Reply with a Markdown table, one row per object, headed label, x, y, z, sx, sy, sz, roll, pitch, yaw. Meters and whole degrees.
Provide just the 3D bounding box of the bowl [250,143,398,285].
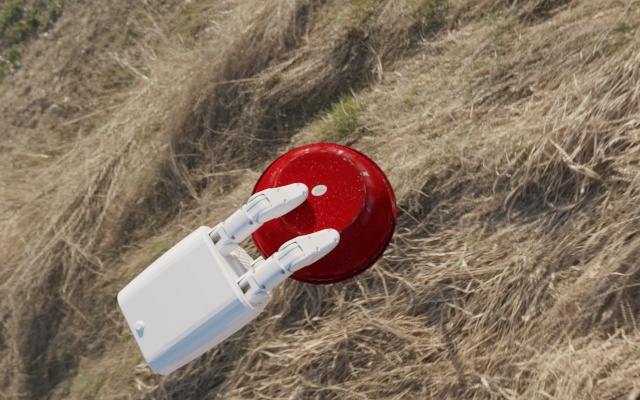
| label | x | y | z | sx | sy | sz | roll | pitch | yaw |
| --- | --- | --- | --- | --- | --- | --- | --- | --- | --- |
| bowl | 0.001 | 0.001 | 0.491 | 0.162 | 0.162 | 0.055 | 0 | -21 | 4 |
